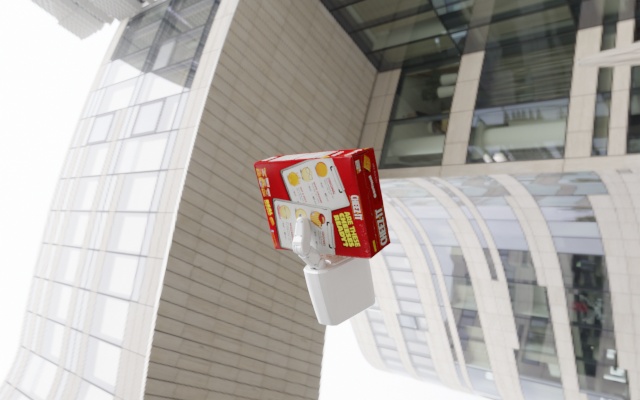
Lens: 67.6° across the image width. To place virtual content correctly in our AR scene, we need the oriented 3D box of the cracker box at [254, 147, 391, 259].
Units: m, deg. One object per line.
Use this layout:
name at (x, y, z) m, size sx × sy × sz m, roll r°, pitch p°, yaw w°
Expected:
cracker box at (0.000, 0.003, 0.795) m, size 0.213 × 0.164 × 0.072 m, roll 0°, pitch 19°, yaw 40°
